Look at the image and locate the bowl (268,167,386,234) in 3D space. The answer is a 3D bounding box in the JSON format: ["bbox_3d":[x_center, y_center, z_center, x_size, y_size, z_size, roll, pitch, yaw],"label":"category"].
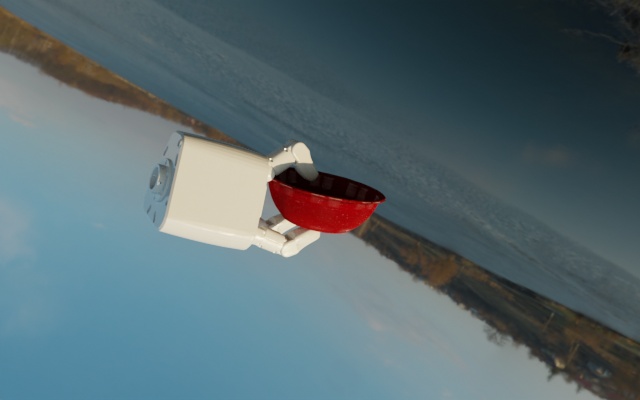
[{"bbox_3d":[0.001,0.003,0.623,0.162,0.055,0.162,12,13,-3],"label":"bowl"}]
